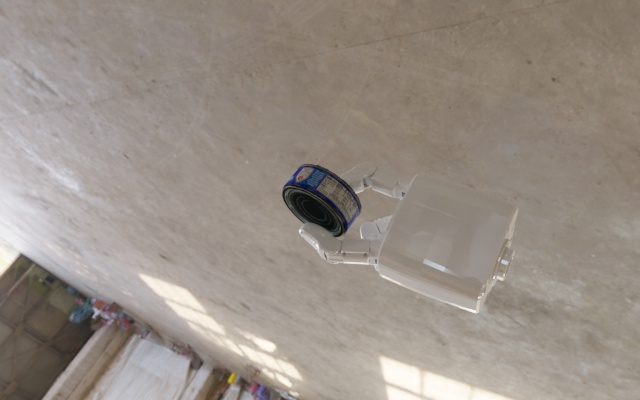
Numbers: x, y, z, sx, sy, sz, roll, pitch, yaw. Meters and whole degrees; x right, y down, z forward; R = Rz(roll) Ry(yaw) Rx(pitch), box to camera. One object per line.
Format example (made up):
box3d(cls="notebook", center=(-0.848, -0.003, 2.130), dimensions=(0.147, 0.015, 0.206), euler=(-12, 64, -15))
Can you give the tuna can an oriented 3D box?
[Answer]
box3d(cls="tuna can", center=(0.000, 0.002, 0.523), dimensions=(0.086, 0.033, 0.086), euler=(30, -26, 16))
